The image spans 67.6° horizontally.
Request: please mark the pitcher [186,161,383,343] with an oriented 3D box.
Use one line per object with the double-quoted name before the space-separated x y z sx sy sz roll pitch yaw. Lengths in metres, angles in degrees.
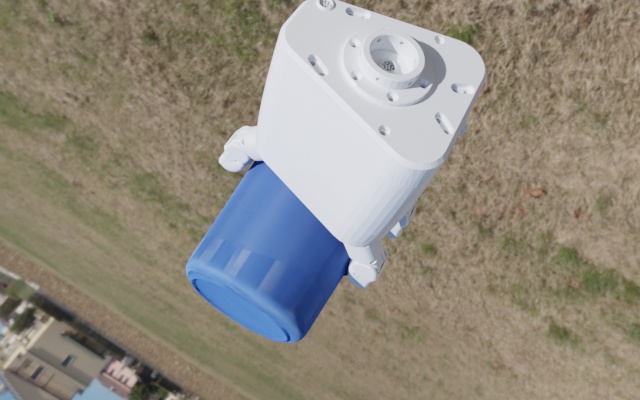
"pitcher" 0.000 0.001 0.428 0.149 0.242 0.145 32 -27 1
